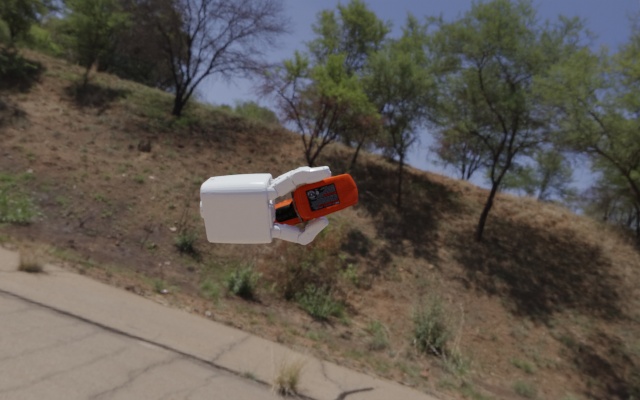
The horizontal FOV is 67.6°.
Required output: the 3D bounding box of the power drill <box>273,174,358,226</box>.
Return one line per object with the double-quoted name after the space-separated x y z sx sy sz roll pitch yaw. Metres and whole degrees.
0.000 0.003 0.849 0.184 0.057 0.188 -19 -4 -18 "power drill"
